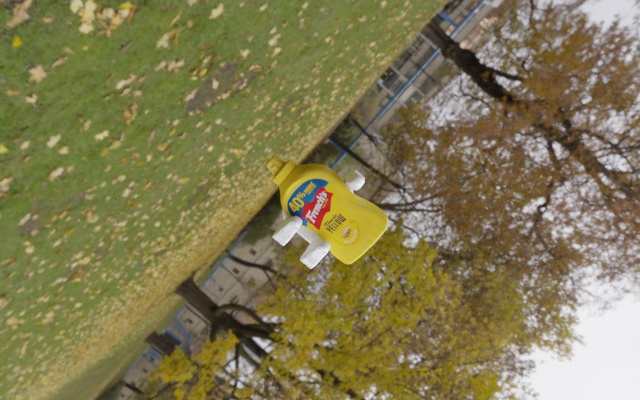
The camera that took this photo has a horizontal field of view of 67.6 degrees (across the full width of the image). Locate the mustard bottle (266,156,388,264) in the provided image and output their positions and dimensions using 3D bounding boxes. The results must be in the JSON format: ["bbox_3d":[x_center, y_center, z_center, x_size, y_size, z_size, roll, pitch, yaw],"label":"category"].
[{"bbox_3d":[0.000,0.003,0.702,0.191,0.096,0.058,40,25,-7],"label":"mustard bottle"}]
